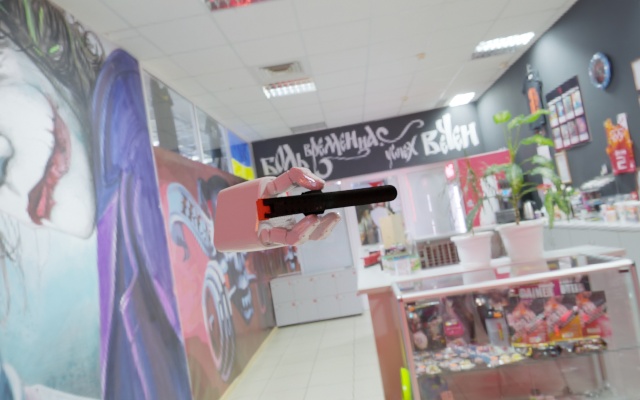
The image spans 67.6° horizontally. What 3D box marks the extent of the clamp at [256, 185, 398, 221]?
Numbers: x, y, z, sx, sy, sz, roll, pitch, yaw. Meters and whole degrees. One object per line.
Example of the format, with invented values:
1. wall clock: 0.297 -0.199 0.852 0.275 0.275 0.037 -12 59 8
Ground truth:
1. clamp: -0.001 0.001 0.683 0.164 0.036 0.210 -10 -2 37
